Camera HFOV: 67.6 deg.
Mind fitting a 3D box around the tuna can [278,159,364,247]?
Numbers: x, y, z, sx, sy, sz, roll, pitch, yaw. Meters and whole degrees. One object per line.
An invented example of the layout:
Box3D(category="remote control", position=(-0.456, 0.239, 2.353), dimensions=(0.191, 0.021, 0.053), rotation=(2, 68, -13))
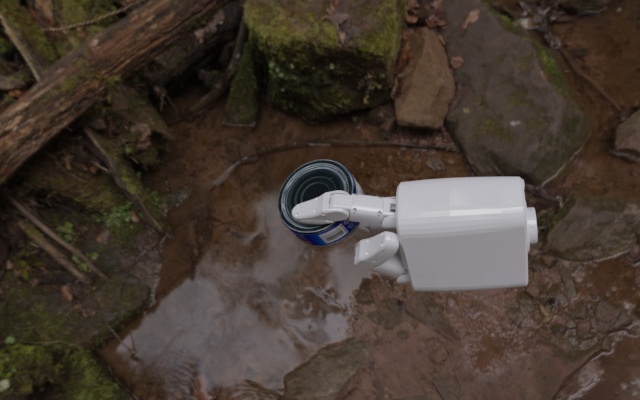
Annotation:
Box3D(category="tuna can", position=(0.000, 0.001, 0.487), dimensions=(0.086, 0.086, 0.034), rotation=(0, -26, 25))
